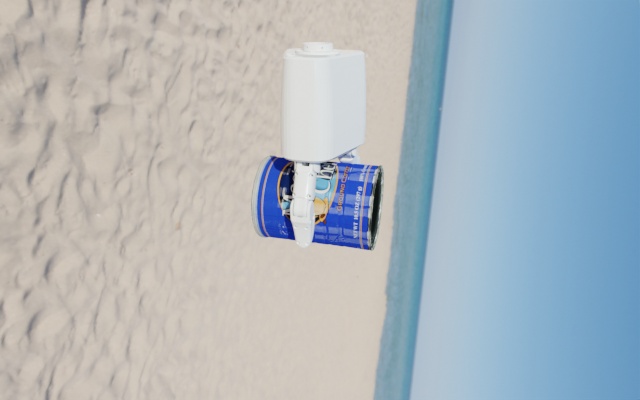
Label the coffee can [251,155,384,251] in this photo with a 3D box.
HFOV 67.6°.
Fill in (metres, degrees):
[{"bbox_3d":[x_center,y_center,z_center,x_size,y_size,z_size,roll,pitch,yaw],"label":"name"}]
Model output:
[{"bbox_3d":[0.000,0.002,0.581,0.140,0.103,0.103,6,1,13],"label":"coffee can"}]
